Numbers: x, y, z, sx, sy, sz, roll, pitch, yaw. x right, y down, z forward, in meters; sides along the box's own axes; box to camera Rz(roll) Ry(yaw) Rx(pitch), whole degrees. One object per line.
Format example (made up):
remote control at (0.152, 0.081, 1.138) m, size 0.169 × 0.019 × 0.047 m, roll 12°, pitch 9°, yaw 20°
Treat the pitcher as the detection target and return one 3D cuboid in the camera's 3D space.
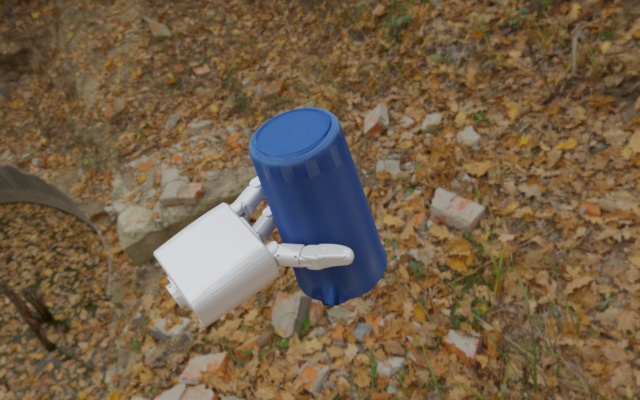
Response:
pitcher at (0.000, 0.002, 0.614) m, size 0.145 × 0.243 × 0.149 m, roll -34°, pitch 42°, yaw -17°
